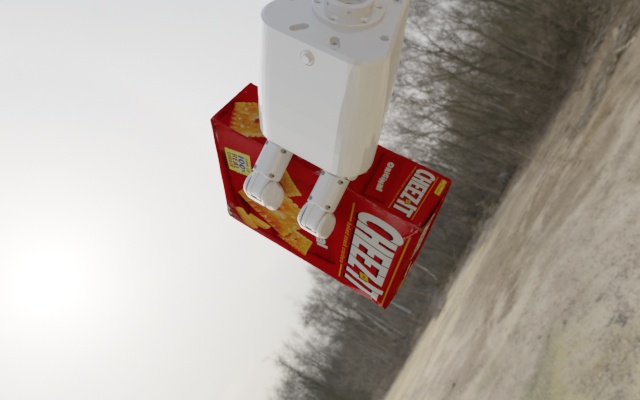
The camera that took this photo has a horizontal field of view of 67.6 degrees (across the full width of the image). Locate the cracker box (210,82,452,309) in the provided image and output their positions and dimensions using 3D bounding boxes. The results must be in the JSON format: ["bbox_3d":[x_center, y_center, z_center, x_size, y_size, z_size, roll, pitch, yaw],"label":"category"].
[{"bbox_3d":[0.000,0.001,0.479,0.213,0.072,0.164,29,-32,16],"label":"cracker box"}]
